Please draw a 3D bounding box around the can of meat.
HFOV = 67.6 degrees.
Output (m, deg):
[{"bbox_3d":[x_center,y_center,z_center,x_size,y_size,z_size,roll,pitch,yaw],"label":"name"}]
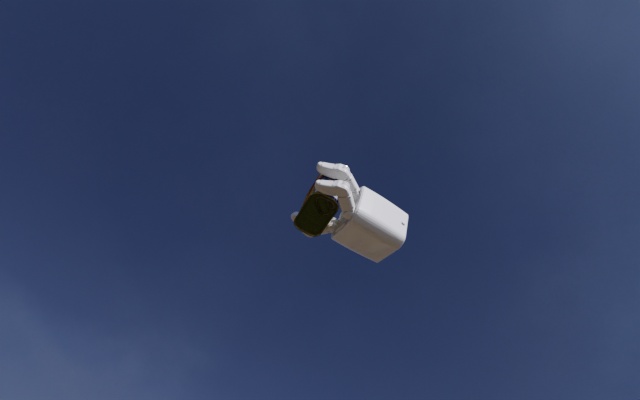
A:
[{"bbox_3d":[0.000,0.003,0.892,0.057,0.102,0.084,29,39,-7],"label":"can of meat"}]
